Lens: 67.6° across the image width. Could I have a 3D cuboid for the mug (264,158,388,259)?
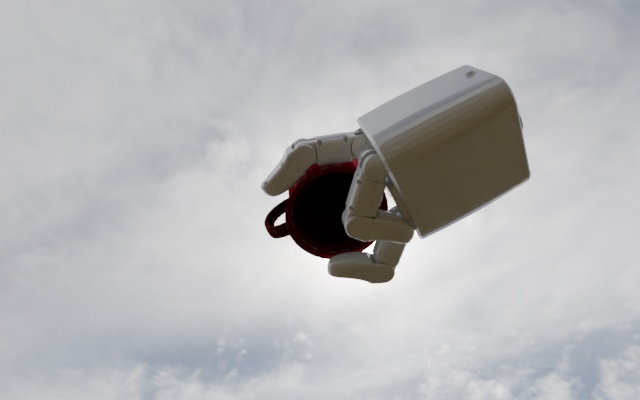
[{"bbox_3d":[-0.001,0.002,0.462,0.117,0.093,0.081,-27,25,6],"label":"mug"}]
